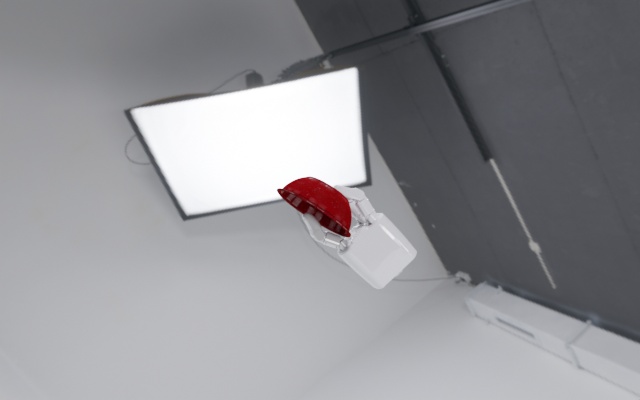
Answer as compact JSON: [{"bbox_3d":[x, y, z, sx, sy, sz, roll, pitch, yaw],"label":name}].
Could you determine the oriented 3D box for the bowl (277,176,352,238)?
[{"bbox_3d":[-0.001,0.002,0.880,0.162,0.055,0.162,31,-10,6],"label":"bowl"}]
